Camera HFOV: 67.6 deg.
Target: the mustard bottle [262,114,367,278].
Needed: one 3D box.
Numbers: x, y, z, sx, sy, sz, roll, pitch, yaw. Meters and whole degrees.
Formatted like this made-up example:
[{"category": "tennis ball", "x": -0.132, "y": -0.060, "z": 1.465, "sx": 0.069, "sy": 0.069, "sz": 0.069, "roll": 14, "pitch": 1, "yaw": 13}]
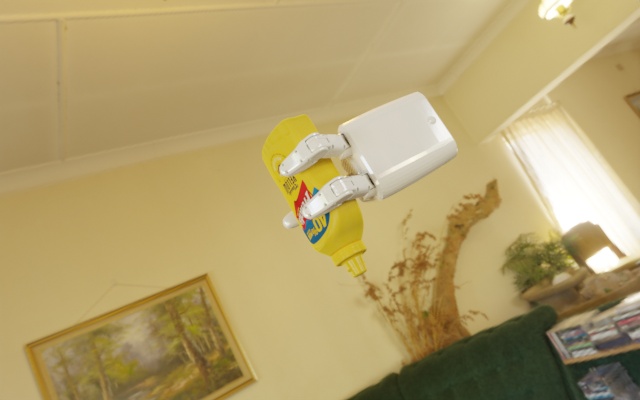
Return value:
[{"category": "mustard bottle", "x": 0.000, "y": 0.002, "z": 0.558, "sx": 0.058, "sy": 0.191, "sz": 0.096, "roll": -20, "pitch": -18, "yaw": -33}]
